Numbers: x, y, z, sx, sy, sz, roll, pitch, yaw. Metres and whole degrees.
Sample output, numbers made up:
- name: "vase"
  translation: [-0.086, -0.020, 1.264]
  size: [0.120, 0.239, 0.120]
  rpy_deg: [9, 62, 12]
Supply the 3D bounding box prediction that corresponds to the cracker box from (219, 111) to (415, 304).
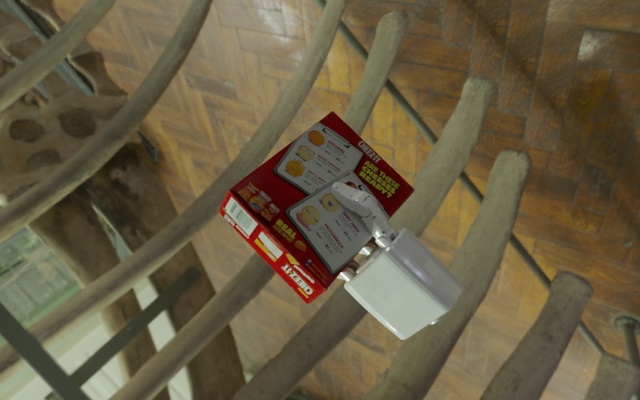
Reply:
- name: "cracker box"
  translation: [0.000, 0.002, 0.631]
  size: [0.213, 0.164, 0.072]
  rpy_deg: [-43, -4, -36]
